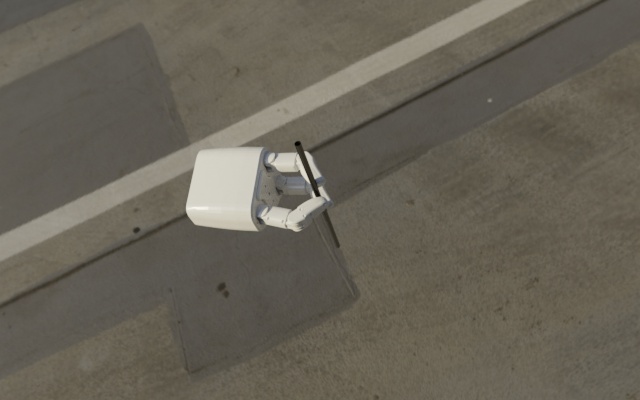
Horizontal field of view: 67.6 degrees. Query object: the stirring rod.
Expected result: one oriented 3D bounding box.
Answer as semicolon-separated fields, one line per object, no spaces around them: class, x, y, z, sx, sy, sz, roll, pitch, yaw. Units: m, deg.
stirring rod;0.000;0.002;0.656;0.011;0.011;0.240;0;-35;16
